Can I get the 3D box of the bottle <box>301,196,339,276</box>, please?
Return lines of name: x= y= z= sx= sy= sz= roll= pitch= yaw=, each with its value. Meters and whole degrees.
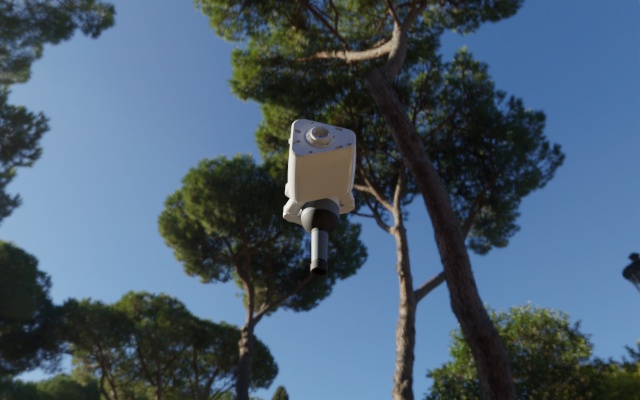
bottle: x=0.000 y=0.003 z=0.852 sx=0.069 sy=0.295 sz=0.069 roll=1 pitch=-41 yaw=1
